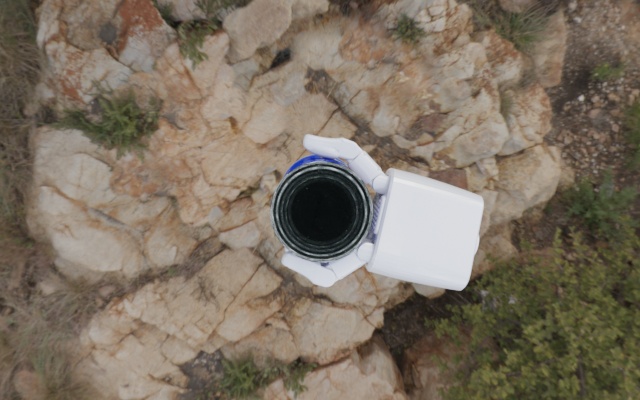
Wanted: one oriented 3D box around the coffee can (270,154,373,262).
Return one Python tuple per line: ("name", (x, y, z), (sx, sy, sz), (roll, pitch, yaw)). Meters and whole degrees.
("coffee can", (0.000, 0.002, 0.540), (0.103, 0.103, 0.140), (0, 8, -1))
